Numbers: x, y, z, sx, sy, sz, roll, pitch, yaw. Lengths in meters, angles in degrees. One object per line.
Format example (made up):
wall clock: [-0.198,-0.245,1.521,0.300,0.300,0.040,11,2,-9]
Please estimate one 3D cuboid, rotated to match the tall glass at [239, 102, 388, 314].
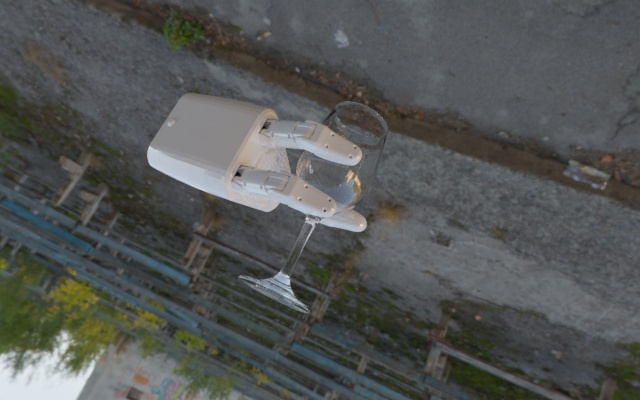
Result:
tall glass: [0.000,0.002,0.464,0.079,0.201,0.079,24,-18,8]
